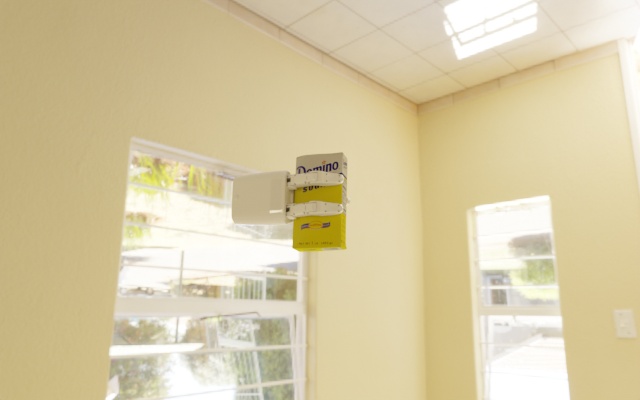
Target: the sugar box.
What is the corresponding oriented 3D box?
[{"bbox_3d":[0.000,0.003,0.868,0.093,0.176,0.048,-4,-14,17],"label":"sugar box"}]
